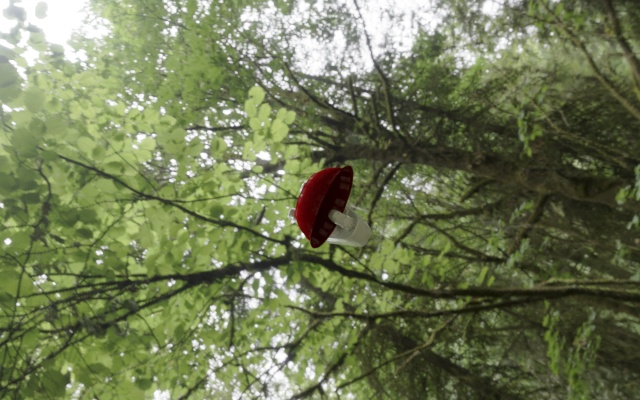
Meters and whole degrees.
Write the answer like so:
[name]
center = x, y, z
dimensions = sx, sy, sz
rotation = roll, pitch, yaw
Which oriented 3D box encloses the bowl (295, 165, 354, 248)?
[bowl]
center = 0.000, 0.002, 0.861
dimensions = 0.055, 0.162, 0.162
rotation = 24, 7, 17
